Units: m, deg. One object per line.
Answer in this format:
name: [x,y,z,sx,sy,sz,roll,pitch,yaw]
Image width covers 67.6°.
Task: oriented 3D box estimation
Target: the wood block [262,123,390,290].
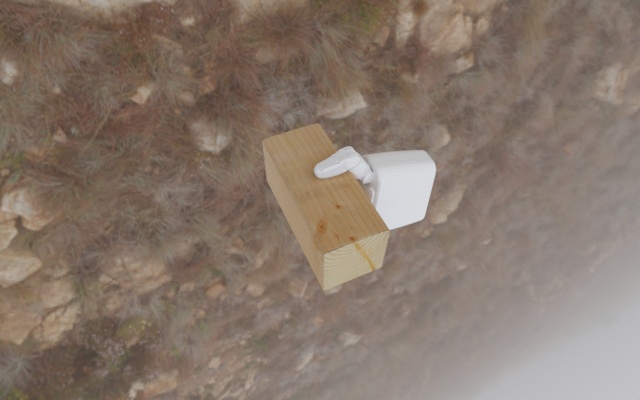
wood block: [0.001,0.002,0.650,0.090,0.206,0.091,-19,-36,-16]
